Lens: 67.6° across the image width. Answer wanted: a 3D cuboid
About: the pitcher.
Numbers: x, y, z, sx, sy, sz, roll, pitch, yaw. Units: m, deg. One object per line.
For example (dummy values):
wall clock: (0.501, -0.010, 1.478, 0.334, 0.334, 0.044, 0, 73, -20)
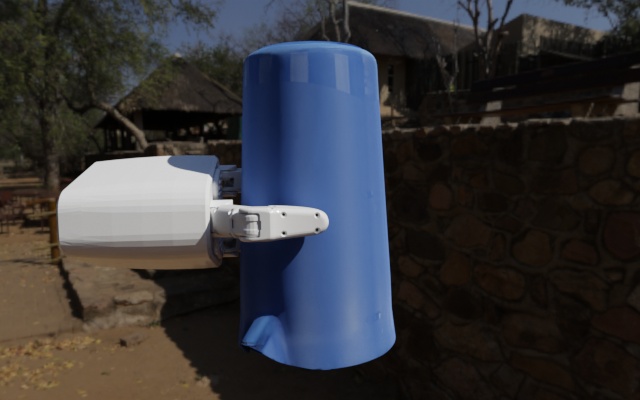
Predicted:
pitcher: (0.000, 0.001, 0.406, 0.145, 0.243, 0.149, -2, 6, -7)
